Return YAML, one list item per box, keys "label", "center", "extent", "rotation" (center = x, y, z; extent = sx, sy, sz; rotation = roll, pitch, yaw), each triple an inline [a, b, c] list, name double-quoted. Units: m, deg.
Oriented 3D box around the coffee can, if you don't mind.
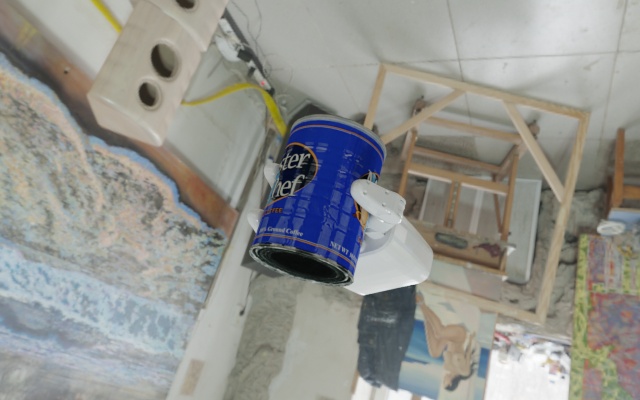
- label: "coffee can"
  center: [0.000, 0.001, 0.473]
  extent: [0.103, 0.140, 0.103]
  rotation: [14, -22, 6]
